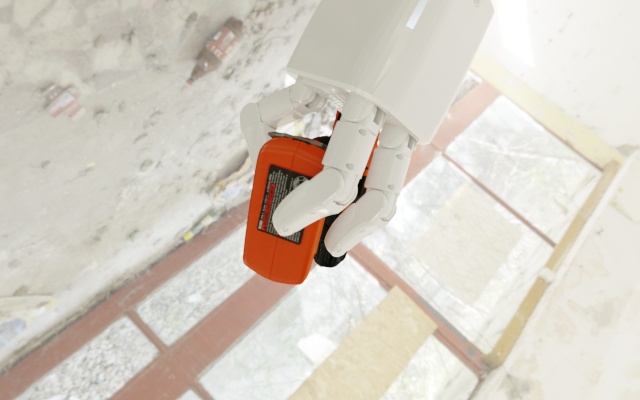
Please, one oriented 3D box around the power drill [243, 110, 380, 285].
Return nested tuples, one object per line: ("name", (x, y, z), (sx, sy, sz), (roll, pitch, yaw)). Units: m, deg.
("power drill", (0.000, 0.001, 0.418), (0.057, 0.184, 0.187), (15, 19, 14))
